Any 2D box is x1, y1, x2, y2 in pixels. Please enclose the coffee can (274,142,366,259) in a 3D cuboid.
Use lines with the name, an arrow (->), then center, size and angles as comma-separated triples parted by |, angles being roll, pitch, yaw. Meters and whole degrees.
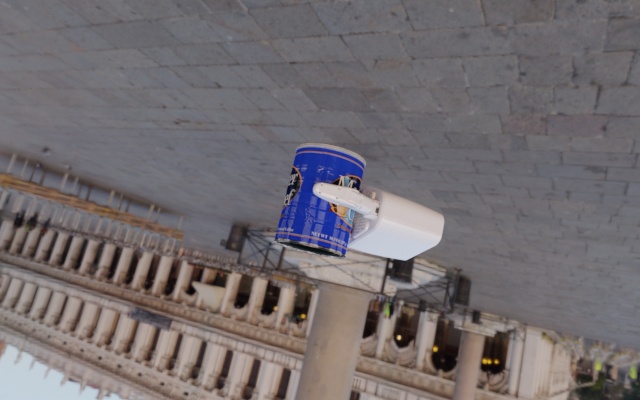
coffee can -> 0.000, 0.002, 0.673 | 0.103, 0.140, 0.103 | 12, -12, 3
